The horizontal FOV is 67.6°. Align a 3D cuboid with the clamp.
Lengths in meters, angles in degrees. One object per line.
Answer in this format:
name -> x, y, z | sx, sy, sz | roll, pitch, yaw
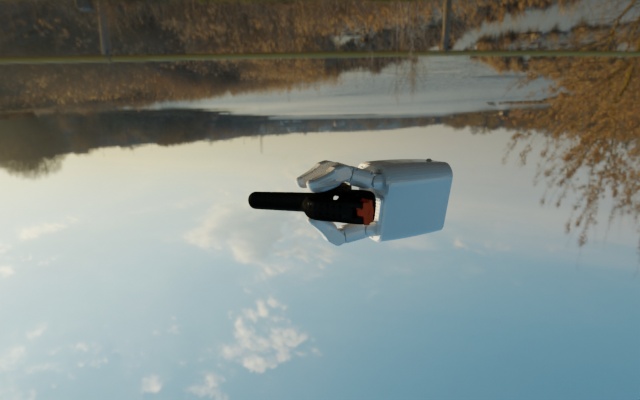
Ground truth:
clamp -> 0.001, 0.003, 0.632 | 0.164, 0.036, 0.210 | -9, 11, -18
